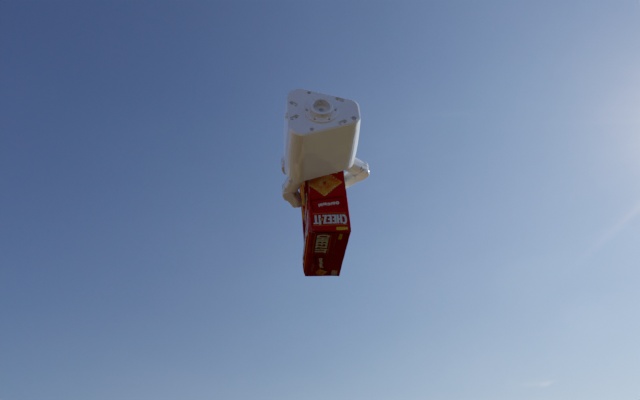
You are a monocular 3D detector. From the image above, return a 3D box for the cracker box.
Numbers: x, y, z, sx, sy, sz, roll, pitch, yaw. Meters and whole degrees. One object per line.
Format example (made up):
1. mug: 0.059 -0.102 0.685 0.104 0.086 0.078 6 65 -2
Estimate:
1. cracker box: 0.000 0.003 0.833 0.072 0.213 0.164 -1 -33 -5
